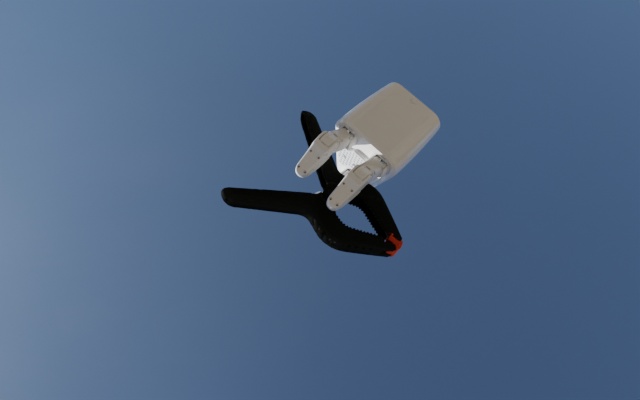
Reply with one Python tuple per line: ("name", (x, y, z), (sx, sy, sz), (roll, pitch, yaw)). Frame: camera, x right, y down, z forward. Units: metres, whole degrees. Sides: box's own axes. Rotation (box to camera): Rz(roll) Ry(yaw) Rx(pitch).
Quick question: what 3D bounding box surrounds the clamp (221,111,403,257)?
("clamp", (0.001, 0.002, 0.567), (0.164, 0.210, 0.036), (-42, -12, -24))
